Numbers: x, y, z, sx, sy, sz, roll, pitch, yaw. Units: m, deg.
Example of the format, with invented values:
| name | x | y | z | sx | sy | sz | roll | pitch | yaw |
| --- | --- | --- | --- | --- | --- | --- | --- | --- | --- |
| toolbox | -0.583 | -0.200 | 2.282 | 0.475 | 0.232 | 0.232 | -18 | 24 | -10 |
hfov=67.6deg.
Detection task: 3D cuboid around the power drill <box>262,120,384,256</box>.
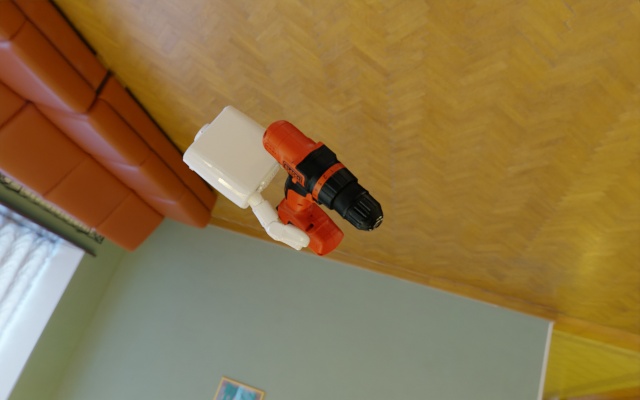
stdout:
| name | x | y | z | sx | sy | sz | roll | pitch | yaw |
| --- | --- | --- | --- | --- | --- | --- | --- | --- | --- |
| power drill | 0.000 | 0.002 | 0.631 | 0.057 | 0.184 | 0.188 | -38 | -21 | -22 |
